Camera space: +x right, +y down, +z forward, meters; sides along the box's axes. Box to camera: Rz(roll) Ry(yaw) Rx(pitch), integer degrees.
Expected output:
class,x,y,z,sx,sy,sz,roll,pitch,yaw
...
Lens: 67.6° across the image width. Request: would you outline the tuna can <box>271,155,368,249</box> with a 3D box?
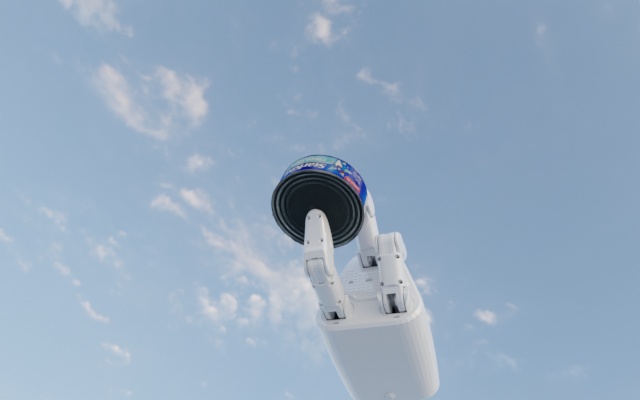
class,x,y,z,sx,sy,sz,roll,pitch,yaw
tuna can,0.000,0.001,0.440,0.086,0.086,0.033,0,33,14
